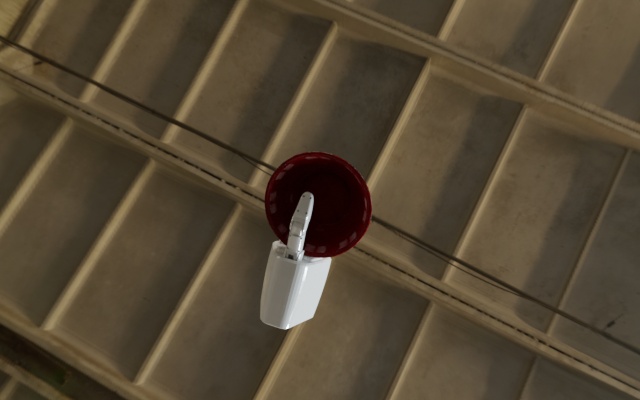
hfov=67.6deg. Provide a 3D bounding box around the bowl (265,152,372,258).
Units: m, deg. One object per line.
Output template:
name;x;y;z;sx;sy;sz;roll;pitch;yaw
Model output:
bowl;0.001;0.001;0.722;0.162;0.162;0.055;0;14;13
